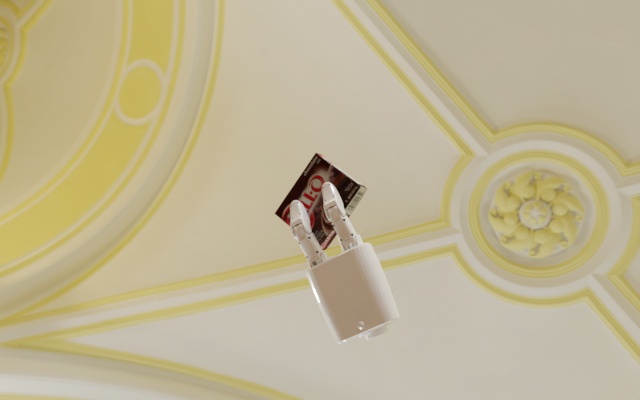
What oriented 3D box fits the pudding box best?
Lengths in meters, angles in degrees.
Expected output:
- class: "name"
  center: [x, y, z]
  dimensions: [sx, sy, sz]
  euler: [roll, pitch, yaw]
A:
- class: "pudding box"
  center: [0.000, 0.002, 0.695]
  dimensions: [0.090, 0.113, 0.039]
  euler: [38, 7, 24]
